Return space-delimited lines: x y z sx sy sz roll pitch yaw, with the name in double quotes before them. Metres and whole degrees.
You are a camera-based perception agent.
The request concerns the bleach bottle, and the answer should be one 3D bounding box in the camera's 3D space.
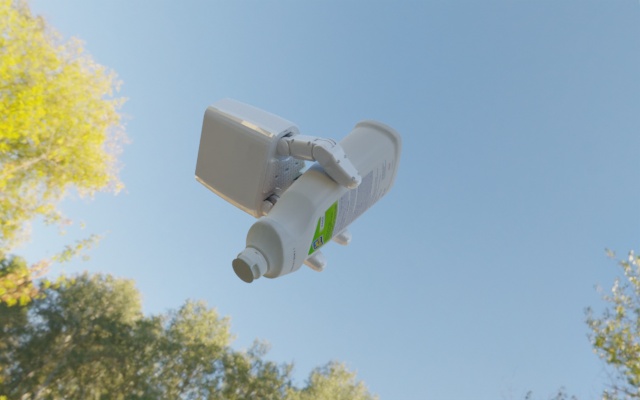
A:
"bleach bottle" 0.000 0.002 0.528 0.068 0.103 0.250 25 42 26
